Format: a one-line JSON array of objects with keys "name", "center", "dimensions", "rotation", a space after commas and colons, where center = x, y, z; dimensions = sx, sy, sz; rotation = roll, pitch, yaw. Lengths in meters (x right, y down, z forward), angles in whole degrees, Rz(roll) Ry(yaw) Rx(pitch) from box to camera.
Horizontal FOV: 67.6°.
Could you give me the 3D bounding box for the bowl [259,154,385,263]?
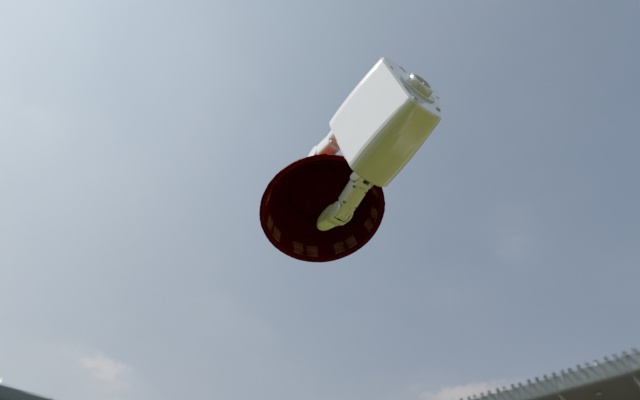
[{"name": "bowl", "center": [-0.001, 0.003, 0.630], "dimensions": [0.162, 0.162, 0.055], "rotation": [0, 30, -9]}]
